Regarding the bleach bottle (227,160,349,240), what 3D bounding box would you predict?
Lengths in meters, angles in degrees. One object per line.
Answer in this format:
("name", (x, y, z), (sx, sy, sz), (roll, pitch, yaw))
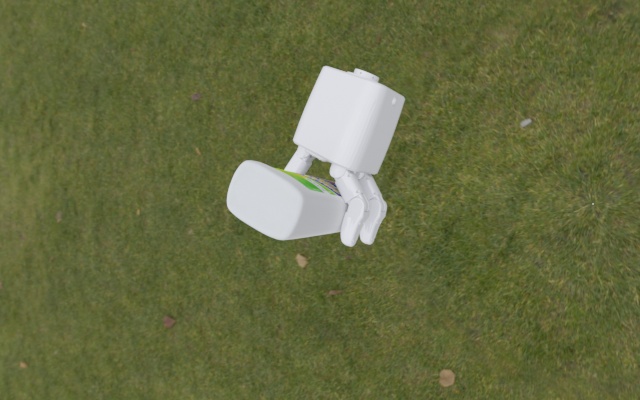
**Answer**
("bleach bottle", (0.000, 0.002, 0.617), (0.102, 0.068, 0.251), (29, 13, 27))
